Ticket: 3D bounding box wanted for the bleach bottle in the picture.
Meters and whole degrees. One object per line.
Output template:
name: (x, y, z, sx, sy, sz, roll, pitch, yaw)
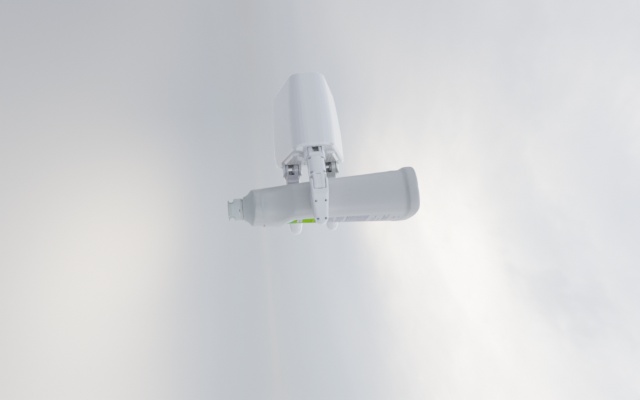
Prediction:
bleach bottle: (0.000, 0.002, 0.655, 0.251, 0.068, 0.102, -4, -12, -7)
